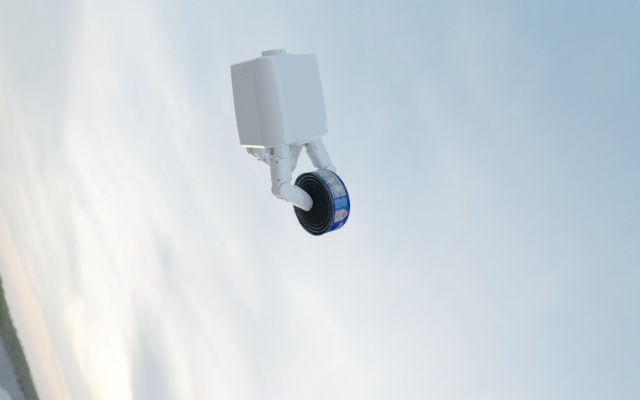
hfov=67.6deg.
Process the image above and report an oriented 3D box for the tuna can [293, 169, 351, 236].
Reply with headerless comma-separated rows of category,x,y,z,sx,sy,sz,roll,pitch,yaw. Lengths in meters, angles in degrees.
tuna can,0.001,0.002,0.636,0.034,0.086,0.086,-14,9,-37
